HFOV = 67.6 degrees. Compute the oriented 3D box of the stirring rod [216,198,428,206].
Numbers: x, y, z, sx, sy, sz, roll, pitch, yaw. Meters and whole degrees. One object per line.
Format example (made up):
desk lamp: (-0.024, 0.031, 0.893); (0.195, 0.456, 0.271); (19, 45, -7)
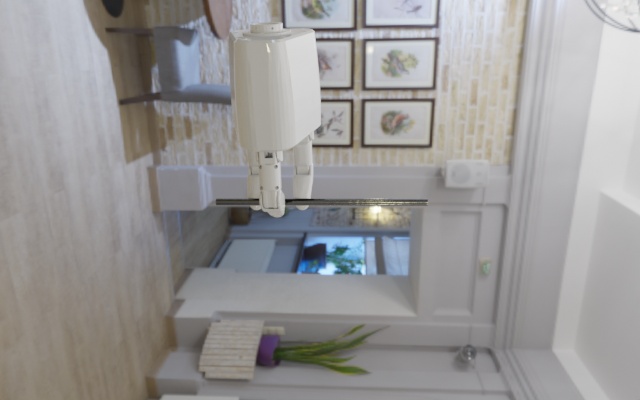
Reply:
stirring rod: (0.000, 0.002, 0.544); (0.239, 0.011, 0.011); (0, 0, 4)
